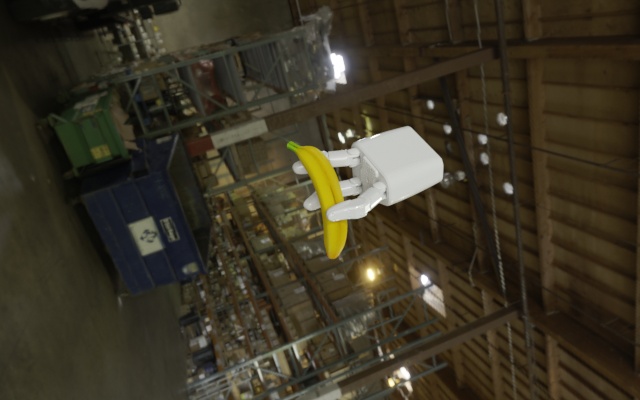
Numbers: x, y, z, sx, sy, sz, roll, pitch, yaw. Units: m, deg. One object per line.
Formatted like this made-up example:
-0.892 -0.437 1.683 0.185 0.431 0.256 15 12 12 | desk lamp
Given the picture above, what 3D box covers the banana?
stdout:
0.008 0.000 0.719 0.037 0.198 0.069 -24 14 -26 | banana
